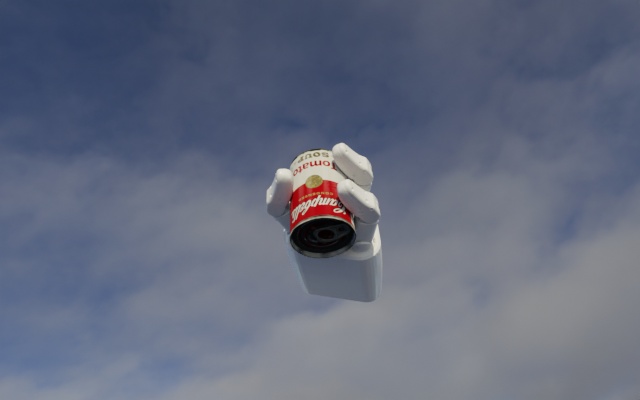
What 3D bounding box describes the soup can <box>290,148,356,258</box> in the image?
[{"bbox_3d":[0.000,0.001,0.517,0.068,0.102,0.069,-2,-42,-2],"label":"soup can"}]
